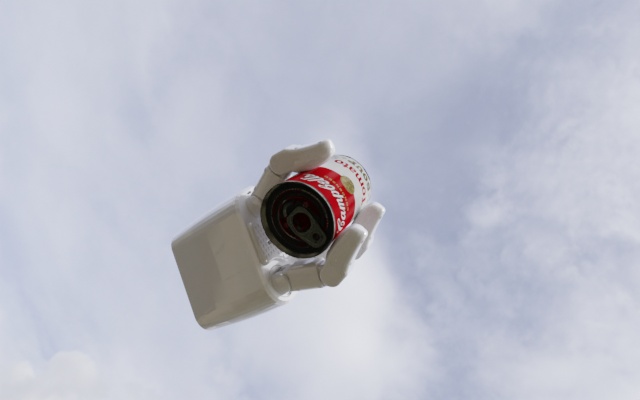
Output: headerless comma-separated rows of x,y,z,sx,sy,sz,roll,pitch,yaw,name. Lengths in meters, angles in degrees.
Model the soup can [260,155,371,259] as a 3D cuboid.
0.001,0.001,0.434,0.068,0.068,0.102,0,18,25,soup can
